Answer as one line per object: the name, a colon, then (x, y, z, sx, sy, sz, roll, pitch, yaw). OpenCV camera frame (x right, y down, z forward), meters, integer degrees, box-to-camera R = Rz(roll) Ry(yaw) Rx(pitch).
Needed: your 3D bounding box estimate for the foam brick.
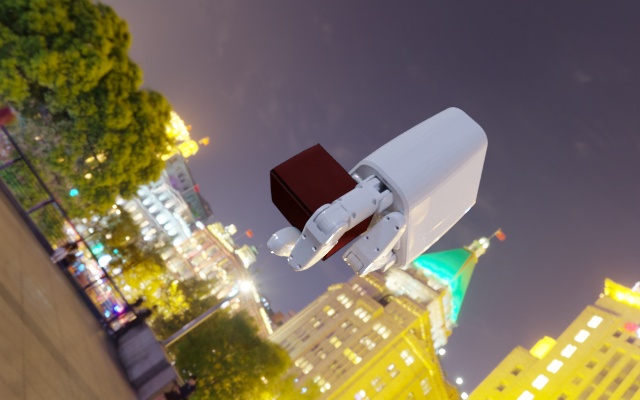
foam brick: (0.000, 0.001, 0.409, 0.051, 0.078, 0.053, -35, -20, -21)
